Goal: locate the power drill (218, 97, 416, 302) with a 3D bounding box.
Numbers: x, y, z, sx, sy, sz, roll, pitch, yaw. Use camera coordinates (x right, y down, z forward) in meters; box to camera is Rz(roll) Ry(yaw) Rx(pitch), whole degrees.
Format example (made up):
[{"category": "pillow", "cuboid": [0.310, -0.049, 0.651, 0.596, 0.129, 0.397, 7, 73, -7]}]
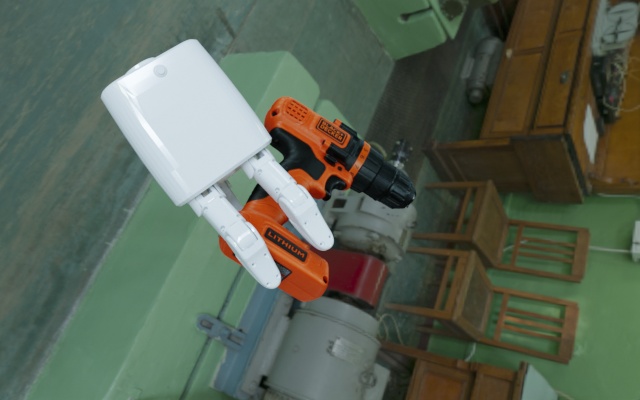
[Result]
[{"category": "power drill", "cuboid": [0.000, 0.002, 0.474, 0.184, 0.187, 0.057, 31, -38, -7]}]
